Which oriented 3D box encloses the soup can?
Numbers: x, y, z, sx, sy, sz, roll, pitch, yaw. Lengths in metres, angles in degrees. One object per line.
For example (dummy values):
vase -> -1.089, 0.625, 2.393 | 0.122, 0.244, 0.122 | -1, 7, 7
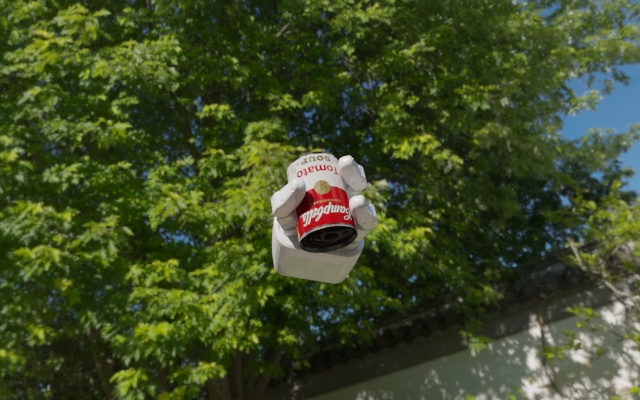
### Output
soup can -> 0.000, 0.001, 0.564 | 0.068, 0.102, 0.068 | -9, -30, -5
